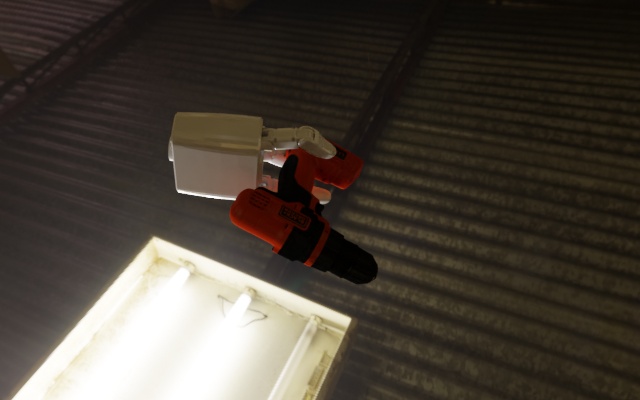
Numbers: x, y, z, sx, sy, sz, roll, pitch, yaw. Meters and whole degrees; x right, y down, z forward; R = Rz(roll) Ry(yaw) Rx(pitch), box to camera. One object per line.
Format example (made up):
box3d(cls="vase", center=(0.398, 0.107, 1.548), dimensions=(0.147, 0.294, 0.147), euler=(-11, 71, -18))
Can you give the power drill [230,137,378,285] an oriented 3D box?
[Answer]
box3d(cls="power drill", center=(0.000, 0.002, 0.596), dimensions=(0.184, 0.057, 0.187), euler=(29, 40, -7))
